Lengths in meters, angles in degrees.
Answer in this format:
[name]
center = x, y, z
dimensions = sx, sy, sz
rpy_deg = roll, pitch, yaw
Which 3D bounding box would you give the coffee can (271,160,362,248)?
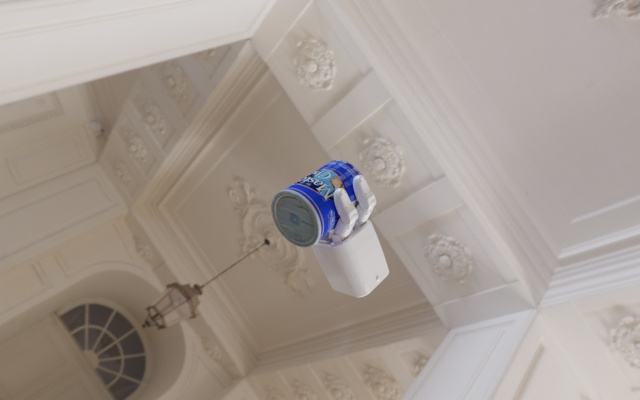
[coffee can]
center = 0.000, 0.003, 0.818
dimensions = 0.103, 0.103, 0.140
rpy_deg = 0, 25, 43
